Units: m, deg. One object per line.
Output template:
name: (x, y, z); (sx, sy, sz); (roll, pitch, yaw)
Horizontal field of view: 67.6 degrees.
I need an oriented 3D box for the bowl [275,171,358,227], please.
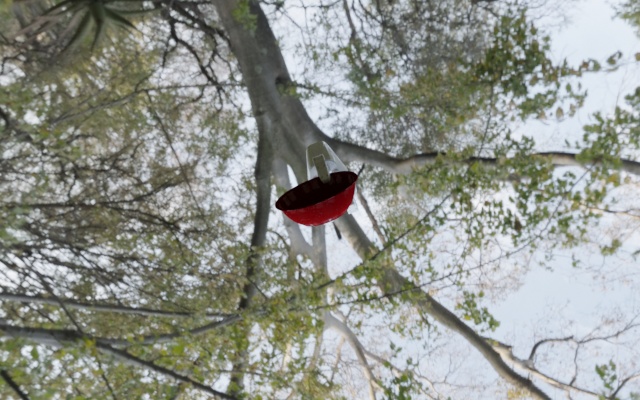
bowl: (0.000, 0.004, 0.882); (0.162, 0.055, 0.162); (-19, 17, 6)
